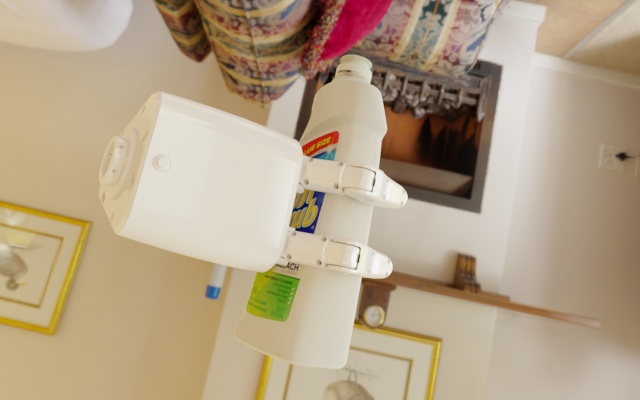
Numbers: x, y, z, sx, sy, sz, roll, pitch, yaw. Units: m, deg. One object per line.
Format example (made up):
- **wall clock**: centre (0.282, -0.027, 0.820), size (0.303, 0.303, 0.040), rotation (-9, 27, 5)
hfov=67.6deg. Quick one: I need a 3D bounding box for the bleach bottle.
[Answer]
- **bleach bottle**: centre (0.000, 0.001, 0.401), size (0.068, 0.250, 0.102), rotation (19, -12, -35)
